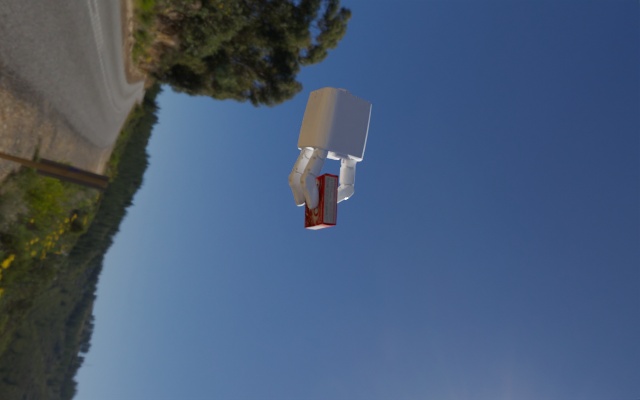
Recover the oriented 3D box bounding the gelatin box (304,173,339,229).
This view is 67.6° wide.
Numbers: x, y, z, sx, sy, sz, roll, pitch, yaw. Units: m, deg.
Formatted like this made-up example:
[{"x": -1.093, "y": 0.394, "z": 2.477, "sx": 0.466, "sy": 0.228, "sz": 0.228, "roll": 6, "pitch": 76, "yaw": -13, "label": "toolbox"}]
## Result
[{"x": 0.001, "y": 0.003, "z": 0.833, "sx": 0.030, "sy": 0.089, "sz": 0.073, "roll": 7, "pitch": -11, "yaw": -26, "label": "gelatin box"}]
